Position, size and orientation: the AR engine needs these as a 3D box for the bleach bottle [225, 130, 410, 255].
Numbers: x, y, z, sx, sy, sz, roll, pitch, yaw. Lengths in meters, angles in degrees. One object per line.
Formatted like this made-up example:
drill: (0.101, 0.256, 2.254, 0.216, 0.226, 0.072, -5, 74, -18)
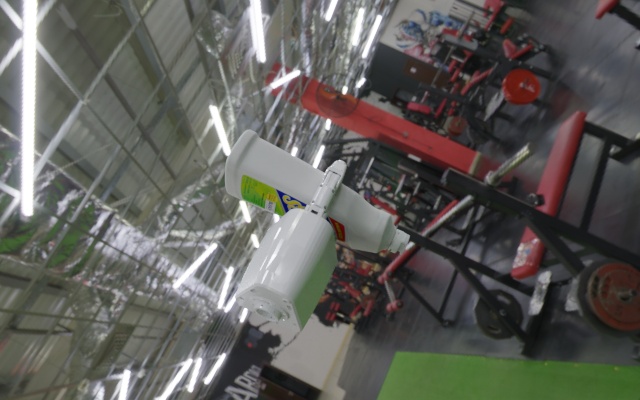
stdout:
bleach bottle: (0.000, 0.002, 0.631, 0.251, 0.068, 0.103, 25, -30, 3)
